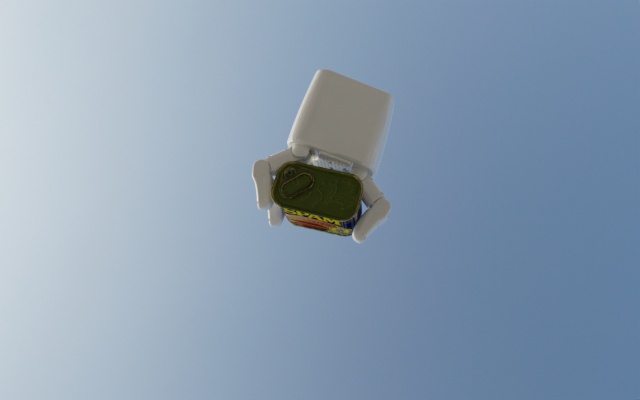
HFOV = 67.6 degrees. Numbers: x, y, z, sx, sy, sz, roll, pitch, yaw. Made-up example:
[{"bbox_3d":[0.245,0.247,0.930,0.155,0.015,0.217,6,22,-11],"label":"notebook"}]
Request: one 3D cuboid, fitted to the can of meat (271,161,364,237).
[{"bbox_3d":[0.000,0.002,0.571,0.102,0.057,0.084,13,-17,11],"label":"can of meat"}]
